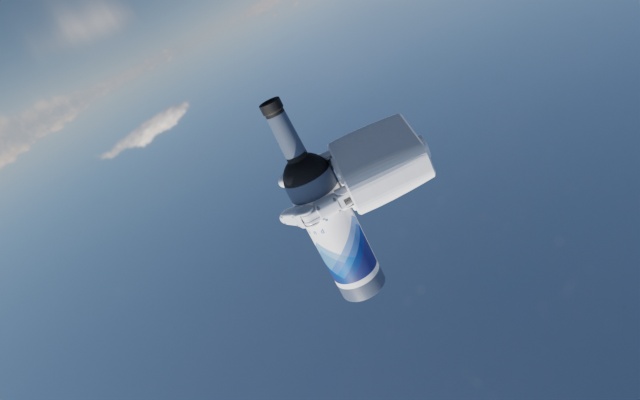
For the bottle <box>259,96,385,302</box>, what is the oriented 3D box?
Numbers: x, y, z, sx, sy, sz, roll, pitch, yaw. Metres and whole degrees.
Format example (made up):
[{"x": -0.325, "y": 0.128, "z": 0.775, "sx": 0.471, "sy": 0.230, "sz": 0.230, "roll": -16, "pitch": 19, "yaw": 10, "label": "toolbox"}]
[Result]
[{"x": 0.000, "y": 0.002, "z": 0.628, "sx": 0.069, "sy": 0.296, "sz": 0.069, "roll": -23, "pitch": 23, "yaw": 10, "label": "bottle"}]
